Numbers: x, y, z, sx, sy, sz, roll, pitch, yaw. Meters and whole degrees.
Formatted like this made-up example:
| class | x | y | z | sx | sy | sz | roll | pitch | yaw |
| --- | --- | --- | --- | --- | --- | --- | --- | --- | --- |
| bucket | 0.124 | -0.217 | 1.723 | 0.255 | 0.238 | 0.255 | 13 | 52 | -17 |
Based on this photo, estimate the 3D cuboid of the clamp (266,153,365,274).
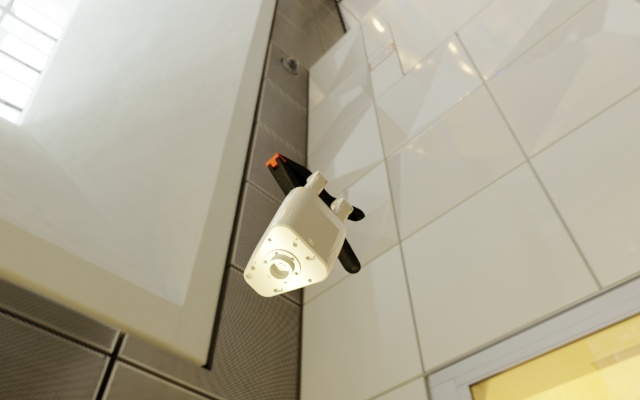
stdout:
| class | x | y | z | sx | sy | sz | roll | pitch | yaw |
| --- | --- | --- | --- | --- | --- | --- | --- | --- | --- |
| clamp | -0.001 | 0.003 | 0.763 | 0.036 | 0.210 | 0.164 | -38 | 11 | 24 |
